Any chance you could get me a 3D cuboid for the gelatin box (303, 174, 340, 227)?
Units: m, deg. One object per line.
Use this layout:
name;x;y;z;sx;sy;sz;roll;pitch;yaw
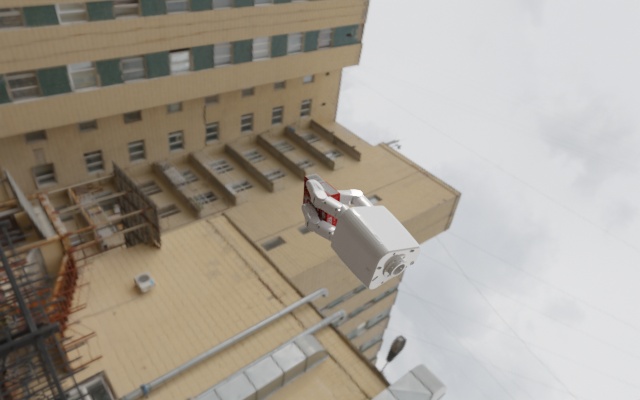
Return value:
gelatin box;0.000;0.003;0.872;0.030;0.073;0.089;-13;34;-28
